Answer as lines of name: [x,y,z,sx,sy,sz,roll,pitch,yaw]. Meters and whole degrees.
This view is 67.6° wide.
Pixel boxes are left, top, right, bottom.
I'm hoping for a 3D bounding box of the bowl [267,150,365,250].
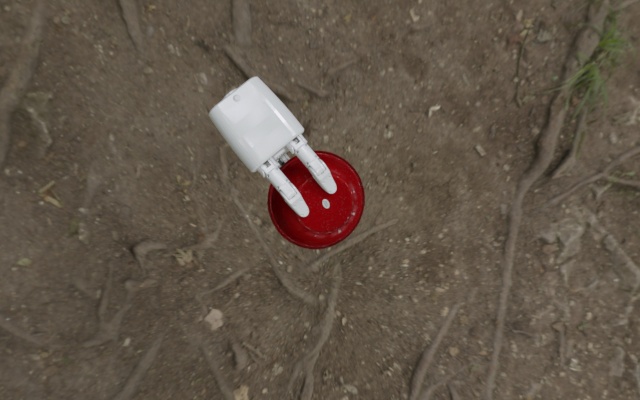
bowl: [0.001,0.003,0.750,0.162,0.162,0.055,0,6,-13]
